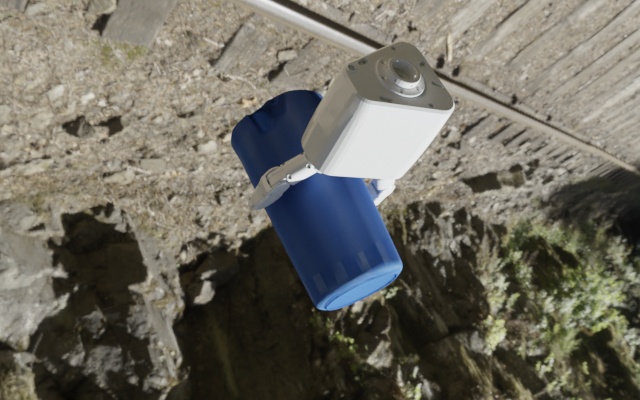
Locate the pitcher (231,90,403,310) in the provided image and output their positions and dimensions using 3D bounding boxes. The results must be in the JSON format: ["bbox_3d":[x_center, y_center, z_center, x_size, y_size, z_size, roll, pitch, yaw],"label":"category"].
[{"bbox_3d":[0.000,0.002,0.576,0.149,0.242,0.145,-12,-25,-32],"label":"pitcher"}]
